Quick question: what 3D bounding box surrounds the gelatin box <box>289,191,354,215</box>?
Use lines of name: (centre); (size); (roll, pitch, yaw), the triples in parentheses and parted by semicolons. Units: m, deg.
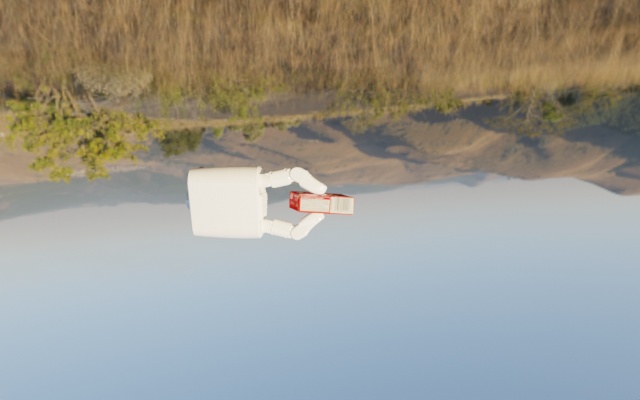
gelatin box: (0.000, 0.003, 0.745); (0.089, 0.030, 0.073); (3, 4, -14)
